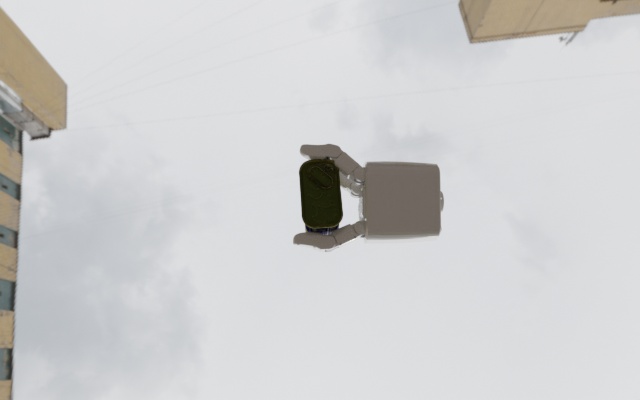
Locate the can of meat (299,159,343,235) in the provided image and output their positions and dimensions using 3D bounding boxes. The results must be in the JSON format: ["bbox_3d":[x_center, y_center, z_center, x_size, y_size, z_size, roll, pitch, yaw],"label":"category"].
[{"bbox_3d":[0.000,0.003,0.700,0.057,0.102,0.084,-4,-19,-2],"label":"can of meat"}]
